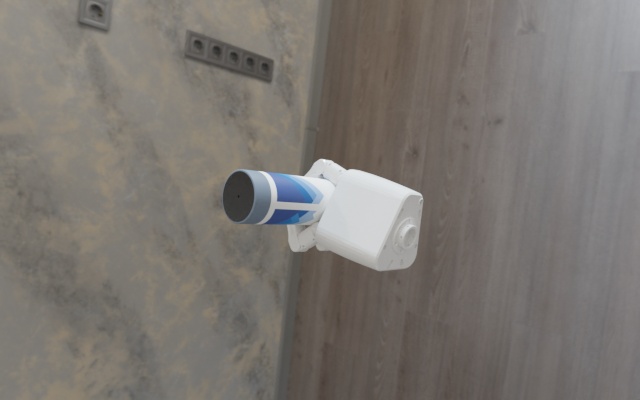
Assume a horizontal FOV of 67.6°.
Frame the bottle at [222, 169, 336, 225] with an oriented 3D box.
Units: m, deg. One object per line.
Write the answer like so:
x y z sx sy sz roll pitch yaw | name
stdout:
0.000 0.002 0.684 0.069 0.069 0.296 0 -3 43 | bottle
